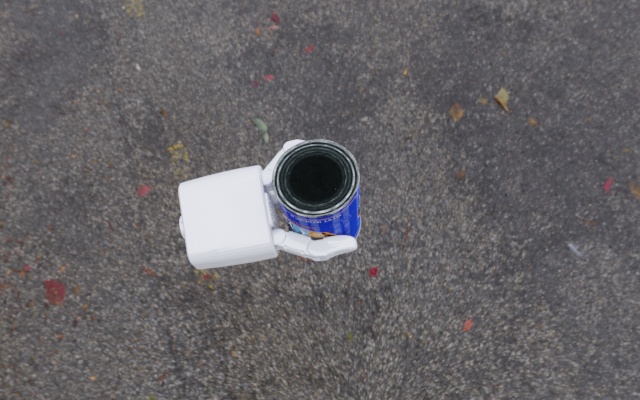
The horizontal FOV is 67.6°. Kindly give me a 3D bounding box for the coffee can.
[{"bbox_3d":[0.000,0.002,0.612,0.103,0.102,0.140,0,-25,5],"label":"coffee can"}]
